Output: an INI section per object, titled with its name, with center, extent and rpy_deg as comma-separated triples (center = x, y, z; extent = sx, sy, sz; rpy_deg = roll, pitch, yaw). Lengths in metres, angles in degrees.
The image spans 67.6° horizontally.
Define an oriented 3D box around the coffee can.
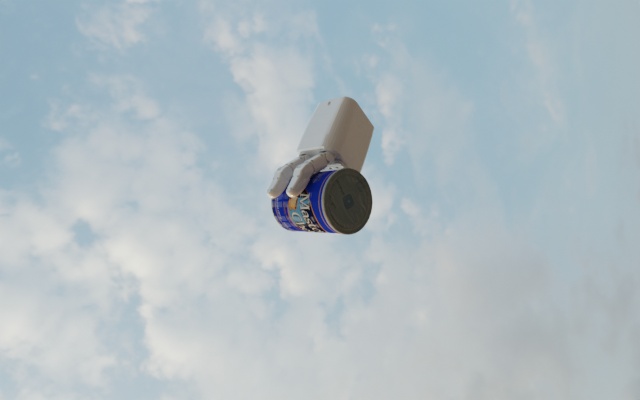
[coffee can]
center = 0.000, 0.003, 0.785
extent = 0.103, 0.103, 0.140
rpy_deg = 0, -1, -40
